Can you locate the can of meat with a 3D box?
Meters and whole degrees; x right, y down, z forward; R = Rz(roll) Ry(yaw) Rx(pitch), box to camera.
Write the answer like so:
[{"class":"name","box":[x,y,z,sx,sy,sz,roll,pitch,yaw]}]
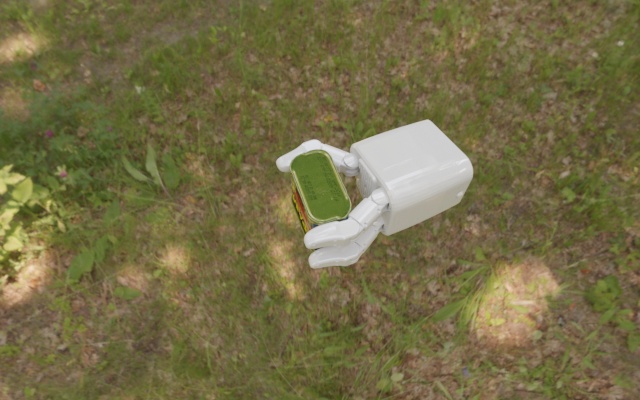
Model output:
[{"class":"can of meat","box":[0.000,0.002,0.569,0.057,0.102,0.084,-18,-27,-9]}]
